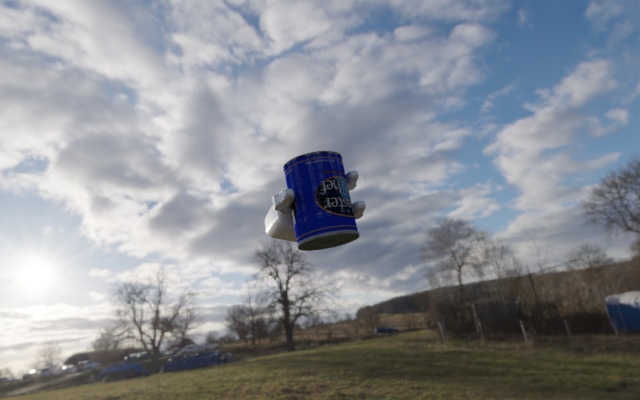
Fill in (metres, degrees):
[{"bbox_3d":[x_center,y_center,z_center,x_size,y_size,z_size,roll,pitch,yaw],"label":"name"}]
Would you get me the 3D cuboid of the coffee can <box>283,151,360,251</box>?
[{"bbox_3d":[0.000,0.003,0.790,0.103,0.140,0.103,-11,-16,-3],"label":"coffee can"}]
